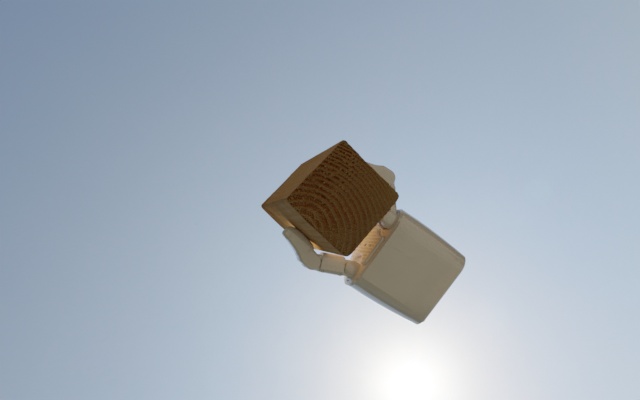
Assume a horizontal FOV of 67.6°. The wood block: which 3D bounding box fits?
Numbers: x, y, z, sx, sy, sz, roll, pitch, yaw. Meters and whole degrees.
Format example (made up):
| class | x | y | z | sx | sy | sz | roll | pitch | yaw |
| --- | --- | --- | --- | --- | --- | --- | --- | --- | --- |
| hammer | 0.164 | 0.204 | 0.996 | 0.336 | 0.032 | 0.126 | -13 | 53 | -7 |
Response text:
| class | x | y | z | sx | sy | sz | roll | pitch | yaw |
| --- | --- | --- | --- | --- | --- | --- | --- | --- | --- |
| wood block | 0.000 | 0.002 | 0.589 | 0.090 | 0.091 | 0.206 | 44 | -12 | -8 |
